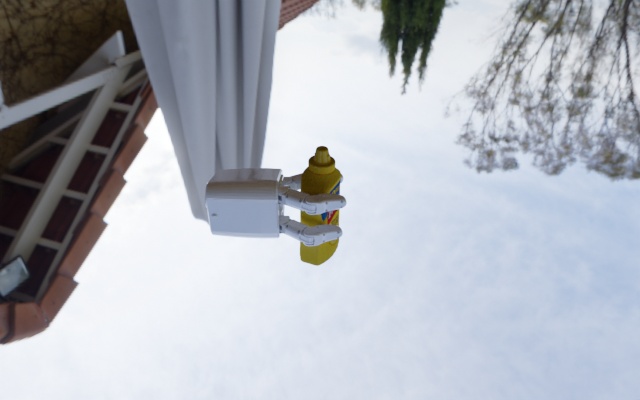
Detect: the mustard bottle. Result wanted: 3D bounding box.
[{"bbox_3d":[0.000,0.003,0.748,0.058,0.192,0.096,15,37,20],"label":"mustard bottle"}]
